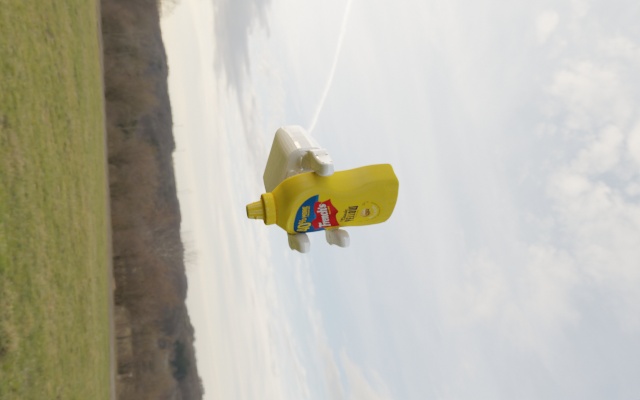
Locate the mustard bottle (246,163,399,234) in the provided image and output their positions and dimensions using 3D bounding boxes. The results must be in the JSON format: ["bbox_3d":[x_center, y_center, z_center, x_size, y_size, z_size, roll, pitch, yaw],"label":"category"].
[{"bbox_3d":[0.000,0.002,0.617,0.191,0.058,0.096,-7,-36,-15],"label":"mustard bottle"}]
